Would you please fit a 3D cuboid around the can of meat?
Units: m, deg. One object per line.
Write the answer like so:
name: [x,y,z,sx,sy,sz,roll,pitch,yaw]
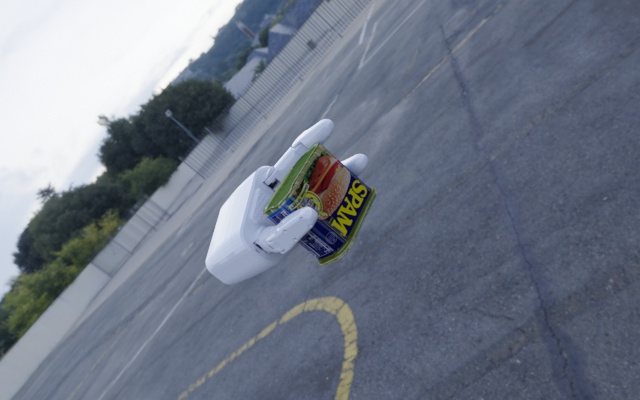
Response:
can of meat: [0.000,0.001,0.497,0.084,0.102,0.057,41,-38,-14]
